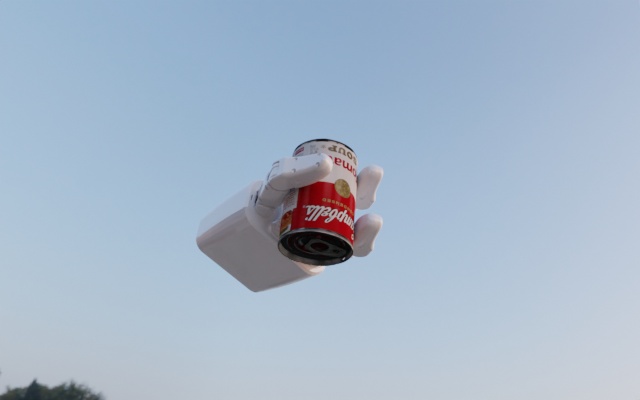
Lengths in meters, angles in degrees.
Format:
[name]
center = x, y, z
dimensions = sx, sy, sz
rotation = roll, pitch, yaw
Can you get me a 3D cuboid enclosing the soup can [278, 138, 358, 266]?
[soup can]
center = 0.000, 0.001, 0.450
dimensions = 0.068, 0.102, 0.068
rotation = 5, -32, 3
